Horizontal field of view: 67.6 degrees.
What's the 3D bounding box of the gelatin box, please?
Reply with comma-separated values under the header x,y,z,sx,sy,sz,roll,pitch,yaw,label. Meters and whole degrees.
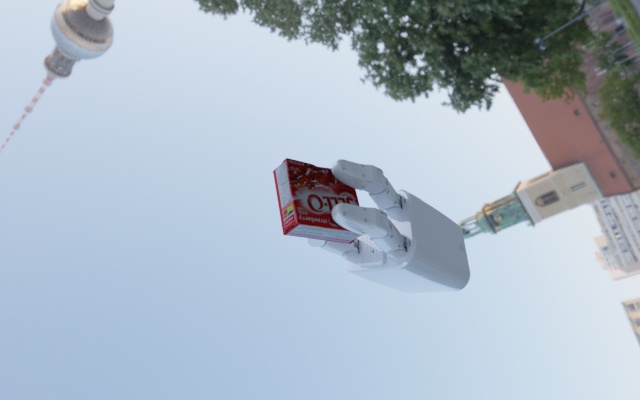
x,y,z,sx,sy,sz,roll,pitch,yaw,label
0.000,0.002,0.483,0.089,0.073,0.030,11,-34,-36,gelatin box
